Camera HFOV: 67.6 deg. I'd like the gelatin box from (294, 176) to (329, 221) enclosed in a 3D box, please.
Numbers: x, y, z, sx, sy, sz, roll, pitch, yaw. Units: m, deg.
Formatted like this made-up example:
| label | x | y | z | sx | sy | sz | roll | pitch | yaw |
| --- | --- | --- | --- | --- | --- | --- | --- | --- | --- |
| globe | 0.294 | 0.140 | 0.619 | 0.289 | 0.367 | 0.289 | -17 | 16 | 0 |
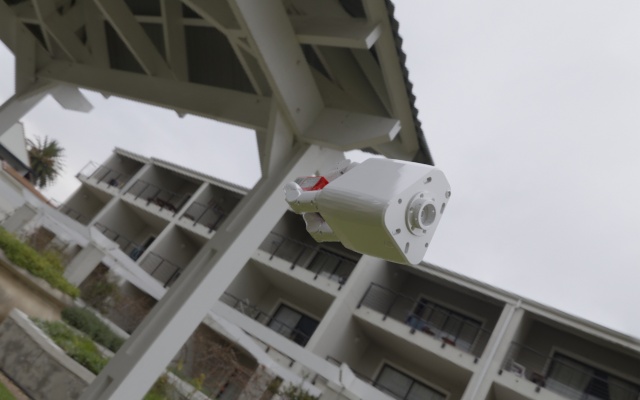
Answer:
| label | x | y | z | sx | sy | sz | roll | pitch | yaw |
| --- | --- | --- | --- | --- | --- | --- | --- | --- | --- |
| gelatin box | 0.000 | 0.002 | 0.659 | 0.073 | 0.030 | 0.089 | 48 | -17 | -20 |
